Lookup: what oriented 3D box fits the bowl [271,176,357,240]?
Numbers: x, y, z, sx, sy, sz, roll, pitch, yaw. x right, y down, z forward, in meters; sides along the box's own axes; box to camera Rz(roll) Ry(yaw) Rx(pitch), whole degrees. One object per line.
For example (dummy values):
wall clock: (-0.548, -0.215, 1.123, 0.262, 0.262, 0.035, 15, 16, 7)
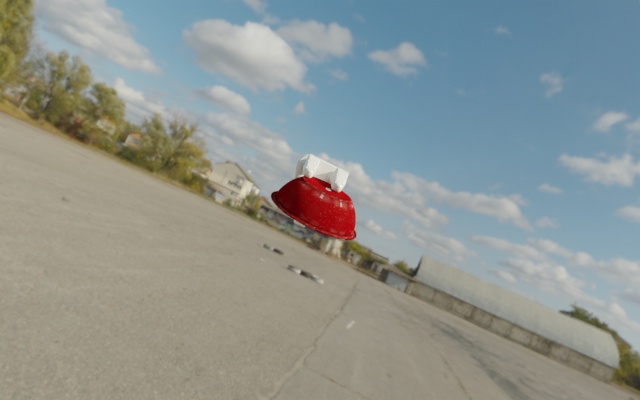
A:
bowl: (0.001, 0.003, 0.804, 0.162, 0.055, 0.162, 26, 13, -7)
